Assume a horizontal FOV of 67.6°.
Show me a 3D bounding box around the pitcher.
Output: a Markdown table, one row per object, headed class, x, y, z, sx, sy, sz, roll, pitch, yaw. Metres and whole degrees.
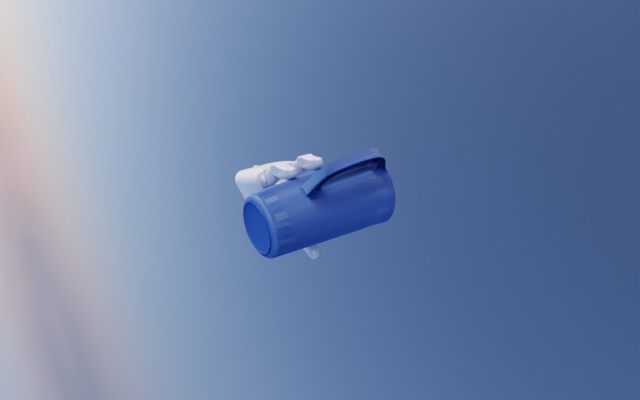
| class | x | y | z | sx | sy | sz | roll | pitch | yaw |
| --- | --- | --- | --- | --- | --- | --- | --- | --- | --- |
| pitcher | 0.000 | 0.003 | 0.803 | 0.243 | 0.149 | 0.145 | -19 | 16 | -31 |
